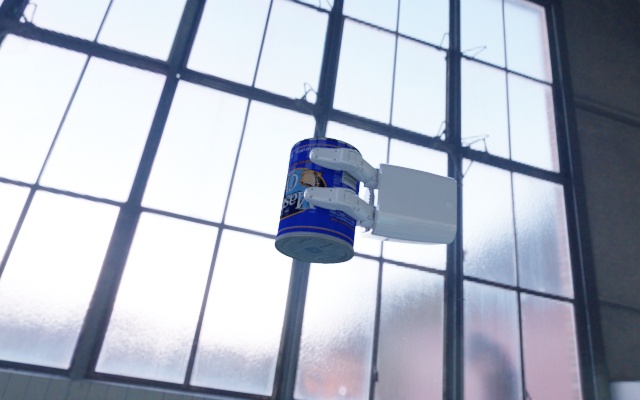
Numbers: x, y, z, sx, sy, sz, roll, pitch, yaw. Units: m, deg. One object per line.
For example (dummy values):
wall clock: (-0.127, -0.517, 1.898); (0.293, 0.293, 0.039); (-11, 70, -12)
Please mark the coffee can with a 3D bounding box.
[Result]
coffee can: (0.000, 0.002, 0.633); (0.103, 0.140, 0.103); (6, -24, 3)
